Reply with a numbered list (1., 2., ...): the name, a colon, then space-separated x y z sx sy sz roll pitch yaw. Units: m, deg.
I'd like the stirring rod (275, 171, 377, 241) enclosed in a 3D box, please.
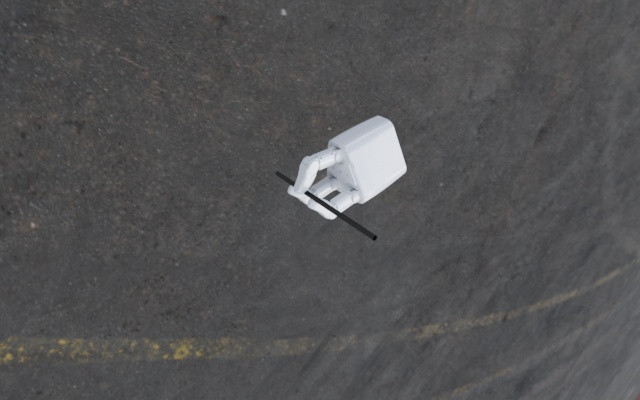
1. stirring rod: 0.000 0.002 0.725 0.011 0.011 0.239 0 24 -42
